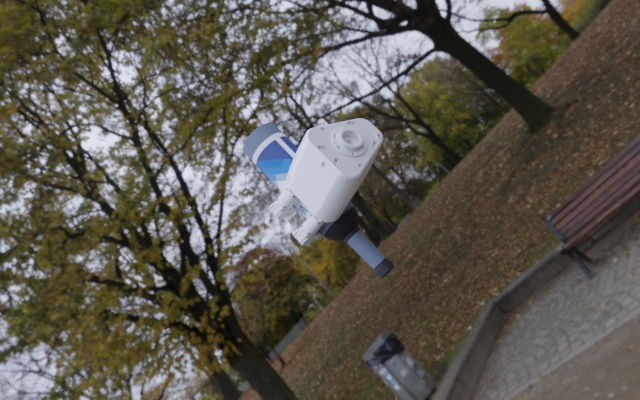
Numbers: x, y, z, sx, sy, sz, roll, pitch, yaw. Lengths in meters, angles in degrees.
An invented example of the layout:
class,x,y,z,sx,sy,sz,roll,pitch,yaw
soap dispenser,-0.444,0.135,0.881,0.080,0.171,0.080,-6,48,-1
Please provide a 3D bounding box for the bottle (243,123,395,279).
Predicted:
class,x,y,z,sx,sy,sz,roll,pitch,yaw
bottle,0.000,0.002,0.733,0.295,0.069,0.069,46,14,14
